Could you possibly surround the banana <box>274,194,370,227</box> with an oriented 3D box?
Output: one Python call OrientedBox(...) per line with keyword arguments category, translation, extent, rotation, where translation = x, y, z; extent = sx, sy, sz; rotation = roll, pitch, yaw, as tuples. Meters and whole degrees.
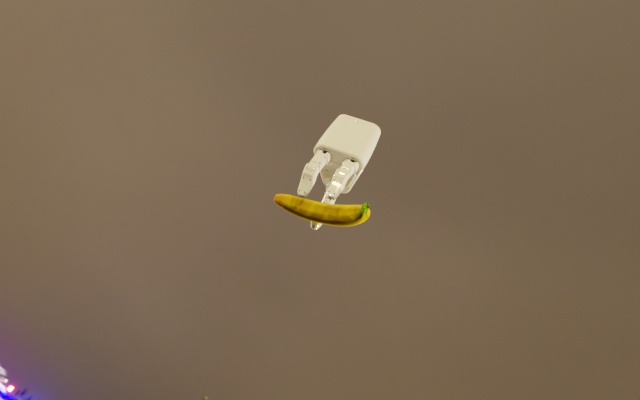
OrientedBox(category="banana", translation=(0.010, 0.015, 0.834), extent=(0.198, 0.037, 0.070), rotation=(3, -40, 34))
